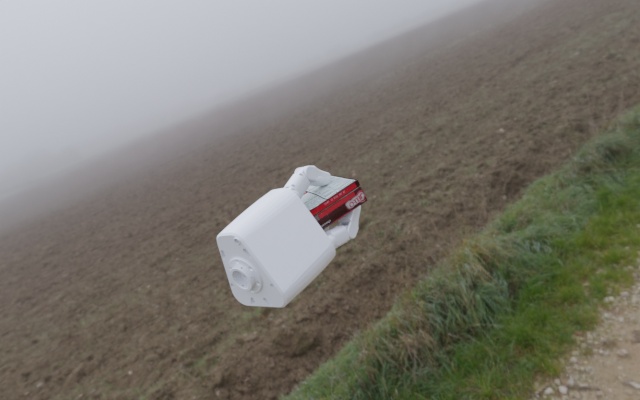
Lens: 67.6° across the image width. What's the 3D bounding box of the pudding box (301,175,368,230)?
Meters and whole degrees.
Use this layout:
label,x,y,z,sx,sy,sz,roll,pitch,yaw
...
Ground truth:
label,x,y,z,sx,sy,sz,roll,pitch,yaw
pudding box,0.000,0.002,0.673,0.090,0.039,0.113,-32,20,-17
